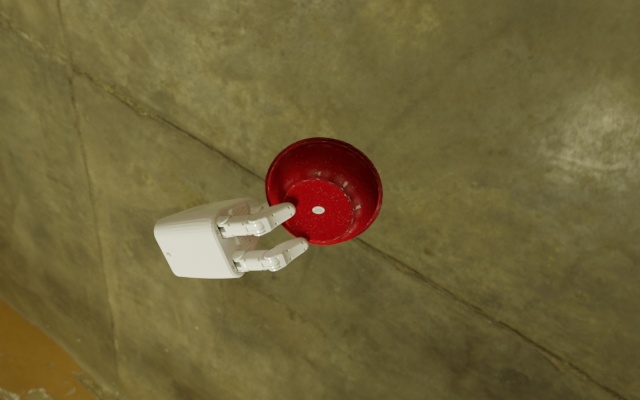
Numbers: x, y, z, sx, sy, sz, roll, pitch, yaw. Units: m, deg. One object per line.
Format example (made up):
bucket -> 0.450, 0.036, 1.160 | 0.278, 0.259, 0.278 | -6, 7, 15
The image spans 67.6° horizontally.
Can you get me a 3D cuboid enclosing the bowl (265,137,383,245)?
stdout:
bowl -> 0.001, 0.002, 0.624 | 0.162, 0.162, 0.055 | 0, 28, 9
